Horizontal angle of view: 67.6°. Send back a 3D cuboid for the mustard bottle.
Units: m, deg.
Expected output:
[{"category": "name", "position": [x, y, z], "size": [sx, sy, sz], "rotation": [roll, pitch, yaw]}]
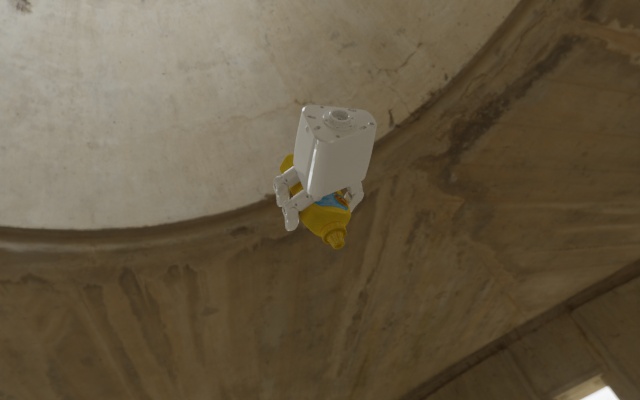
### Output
[{"category": "mustard bottle", "position": [0.000, 0.003, 0.802], "size": [0.096, 0.191, 0.058], "rotation": [11, -51, -35]}]
